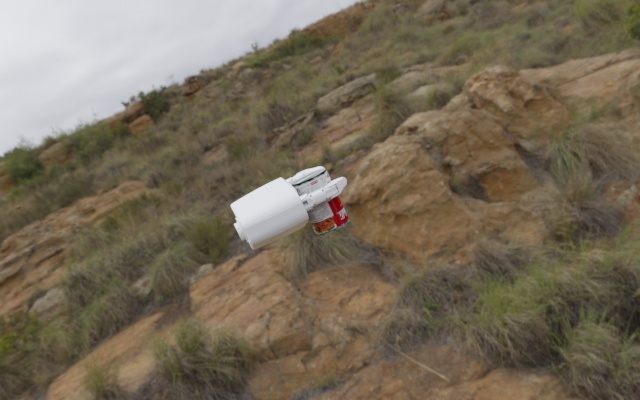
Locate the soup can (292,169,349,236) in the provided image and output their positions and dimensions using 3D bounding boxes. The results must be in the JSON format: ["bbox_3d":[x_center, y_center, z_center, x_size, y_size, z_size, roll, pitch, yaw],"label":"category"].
[{"bbox_3d":[0.000,0.002,0.849,0.068,0.102,0.068,-24,11,5],"label":"soup can"}]
